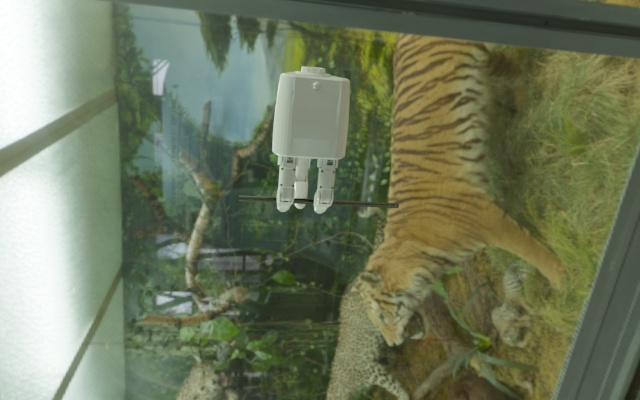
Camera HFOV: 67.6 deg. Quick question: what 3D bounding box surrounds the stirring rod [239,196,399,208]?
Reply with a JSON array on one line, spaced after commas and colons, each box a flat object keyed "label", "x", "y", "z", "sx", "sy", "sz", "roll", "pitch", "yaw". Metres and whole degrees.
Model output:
[{"label": "stirring rod", "x": 0.000, "y": 0.002, "z": 0.711, "sx": 0.239, "sy": 0.011, "sz": 0.011, "roll": 3, "pitch": -1, "yaw": -9}]
